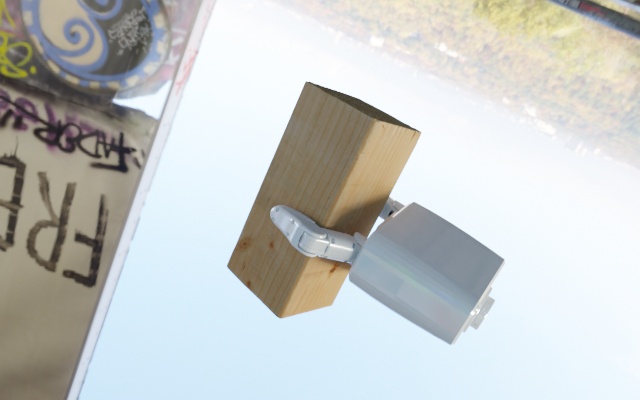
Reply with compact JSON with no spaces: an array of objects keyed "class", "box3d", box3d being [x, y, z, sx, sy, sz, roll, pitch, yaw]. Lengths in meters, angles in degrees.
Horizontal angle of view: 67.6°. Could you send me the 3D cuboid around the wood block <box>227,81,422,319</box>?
[{"class":"wood block","box3d":[0.000,0.002,0.473,0.090,0.206,0.091,37,20,32]}]
